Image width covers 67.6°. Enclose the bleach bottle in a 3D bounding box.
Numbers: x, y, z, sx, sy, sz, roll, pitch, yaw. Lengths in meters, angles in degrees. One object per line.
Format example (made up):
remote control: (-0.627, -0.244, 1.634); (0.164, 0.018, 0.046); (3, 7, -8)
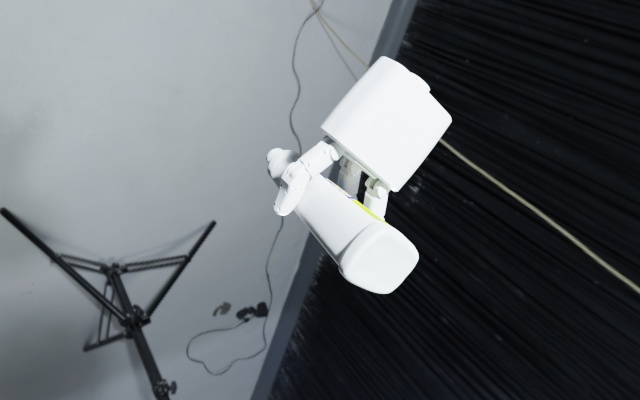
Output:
bleach bottle: (0.000, 0.002, 0.562); (0.103, 0.068, 0.250); (34, 8, -47)
